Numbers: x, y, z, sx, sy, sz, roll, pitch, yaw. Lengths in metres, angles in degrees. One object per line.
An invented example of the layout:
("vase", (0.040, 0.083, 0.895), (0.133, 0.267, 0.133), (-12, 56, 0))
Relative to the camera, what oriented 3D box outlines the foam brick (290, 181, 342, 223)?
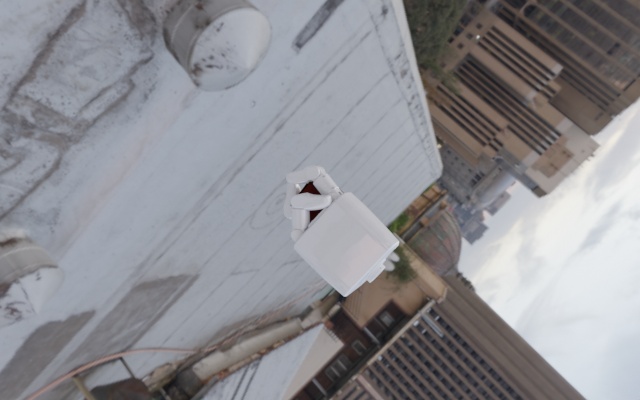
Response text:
("foam brick", (0.000, 0.002, 0.754), (0.051, 0.053, 0.078), (44, 21, 14))
